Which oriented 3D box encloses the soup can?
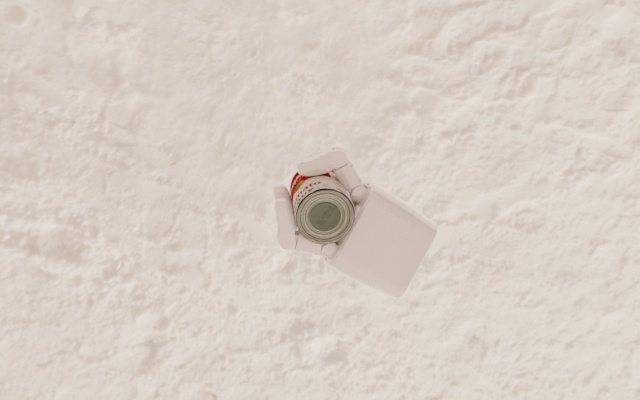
[{"bbox_3d":[0.000,0.002,0.568,0.068,0.068,0.102,0,20,-7],"label":"soup can"}]
